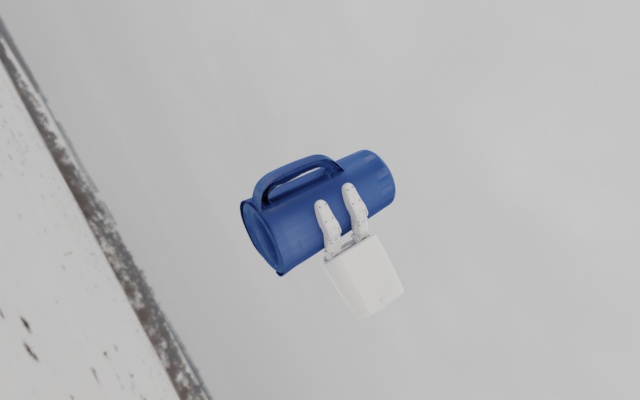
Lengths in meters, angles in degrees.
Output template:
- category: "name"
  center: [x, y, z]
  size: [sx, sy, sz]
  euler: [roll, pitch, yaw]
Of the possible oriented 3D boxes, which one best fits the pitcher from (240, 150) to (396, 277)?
- category: "pitcher"
  center: [0.000, 0.003, 0.775]
  size: [0.243, 0.145, 0.149]
  euler: [-29, -1, -22]
